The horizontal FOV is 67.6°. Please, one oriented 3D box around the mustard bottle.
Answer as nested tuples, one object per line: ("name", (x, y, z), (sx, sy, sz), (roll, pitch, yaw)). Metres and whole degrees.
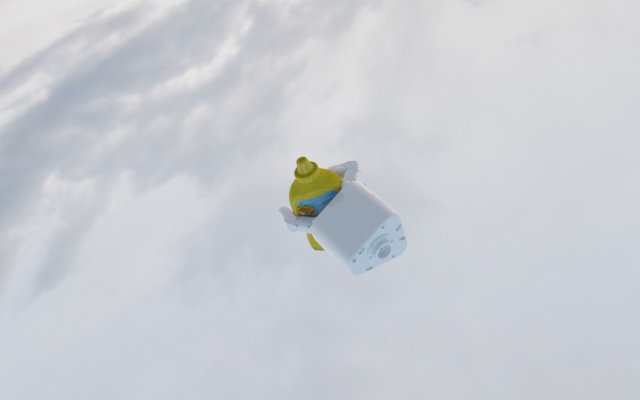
("mustard bottle", (0.000, 0.003, 0.801), (0.096, 0.192, 0.058), (-19, 42, 6))
